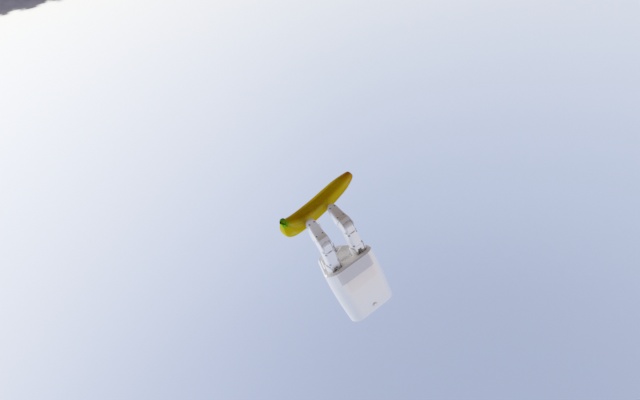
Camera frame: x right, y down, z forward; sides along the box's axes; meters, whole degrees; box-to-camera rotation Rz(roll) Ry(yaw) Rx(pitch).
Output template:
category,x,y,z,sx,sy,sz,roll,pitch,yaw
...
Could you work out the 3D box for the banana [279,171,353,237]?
category,x,y,z,sx,sy,sz,roll,pitch,yaw
banana,-0.010,0.013,0.840,0.197,0.037,0.070,-39,-5,-41
